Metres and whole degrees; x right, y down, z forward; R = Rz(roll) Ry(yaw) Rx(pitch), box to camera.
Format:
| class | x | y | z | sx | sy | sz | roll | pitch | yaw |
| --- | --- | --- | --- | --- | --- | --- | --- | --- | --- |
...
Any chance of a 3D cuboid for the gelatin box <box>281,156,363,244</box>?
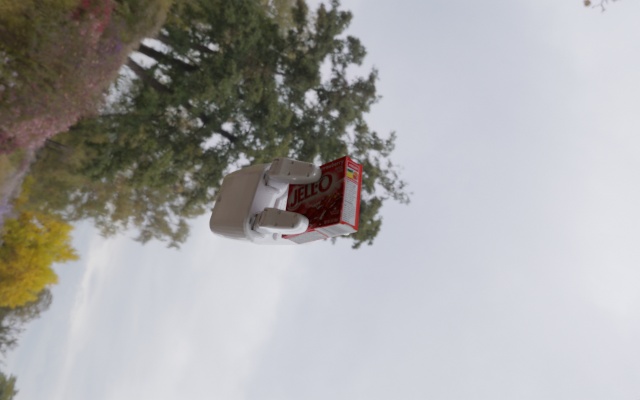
| class | x | y | z | sx | sy | sz | roll | pitch | yaw |
| --- | --- | --- | --- | --- | --- | --- | --- | --- | --- |
| gelatin box | 0.001 | 0.002 | 0.496 | 0.030 | 0.073 | 0.089 | 26 | -30 | -38 |
